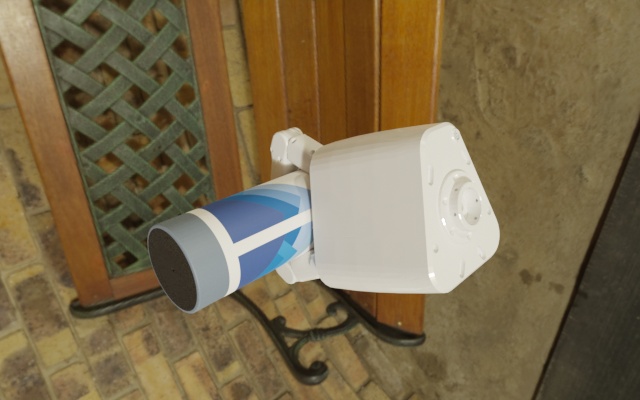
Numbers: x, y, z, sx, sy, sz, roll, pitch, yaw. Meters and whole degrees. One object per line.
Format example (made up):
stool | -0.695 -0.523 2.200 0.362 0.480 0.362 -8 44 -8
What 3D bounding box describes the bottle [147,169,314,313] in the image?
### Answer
bottle | 0.000 0.001 0.423 0.295 0.069 0.069 -24 16 -40
